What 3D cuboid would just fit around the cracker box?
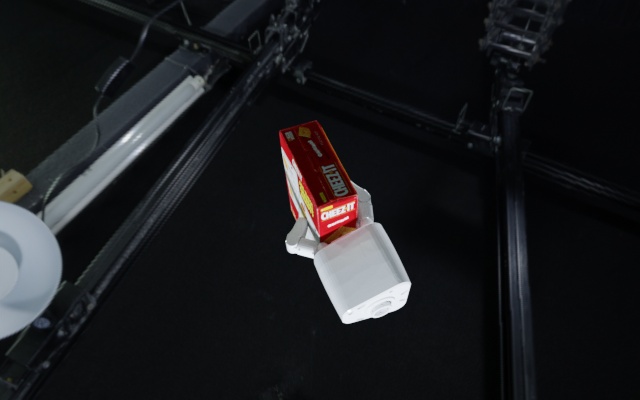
[{"bbox_3d":[0.000,0.003,0.785,0.072,0.164,0.214,-19,-34,-11],"label":"cracker box"}]
